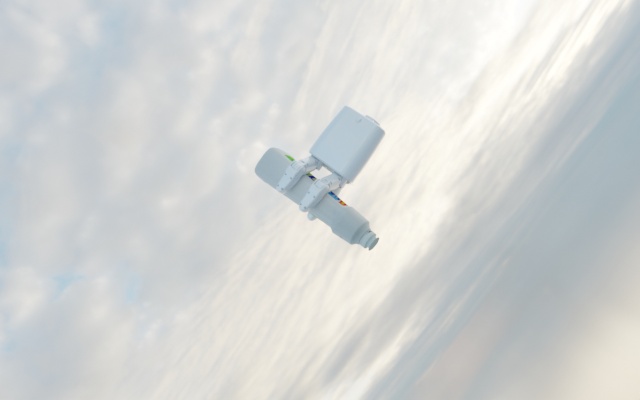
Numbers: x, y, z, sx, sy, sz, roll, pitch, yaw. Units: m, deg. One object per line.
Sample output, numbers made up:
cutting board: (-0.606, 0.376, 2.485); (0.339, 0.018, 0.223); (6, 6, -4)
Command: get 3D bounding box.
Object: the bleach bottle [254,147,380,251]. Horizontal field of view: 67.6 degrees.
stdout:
bleach bottle: (0.000, 0.003, 0.837); (0.250, 0.068, 0.102); (38, 5, 24)
